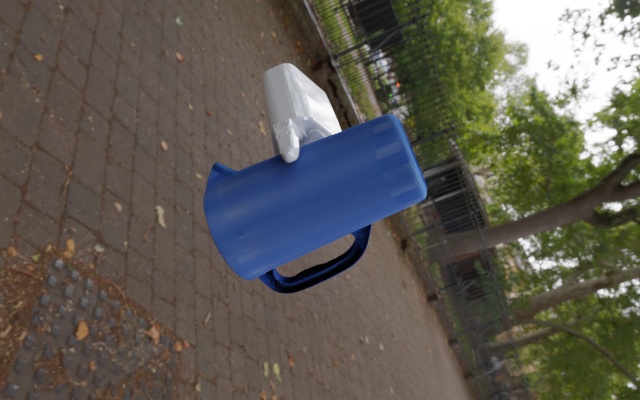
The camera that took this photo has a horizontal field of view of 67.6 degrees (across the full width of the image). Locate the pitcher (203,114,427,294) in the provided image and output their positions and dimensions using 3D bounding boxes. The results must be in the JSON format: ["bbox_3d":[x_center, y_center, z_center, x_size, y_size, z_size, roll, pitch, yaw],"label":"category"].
[{"bbox_3d":[0.000,0.002,0.571,0.243,0.145,0.149,-22,-32,11],"label":"pitcher"}]
